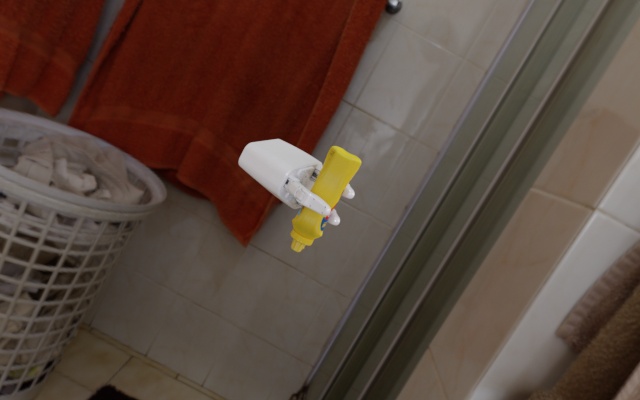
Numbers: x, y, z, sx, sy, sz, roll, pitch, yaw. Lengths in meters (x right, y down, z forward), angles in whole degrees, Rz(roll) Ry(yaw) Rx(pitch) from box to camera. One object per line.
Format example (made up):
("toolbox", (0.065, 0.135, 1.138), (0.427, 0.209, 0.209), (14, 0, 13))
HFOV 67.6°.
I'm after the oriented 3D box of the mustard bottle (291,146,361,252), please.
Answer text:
("mustard bottle", (0.001, 0.003, 0.815), (0.058, 0.191, 0.096), (29, 10, 1))
